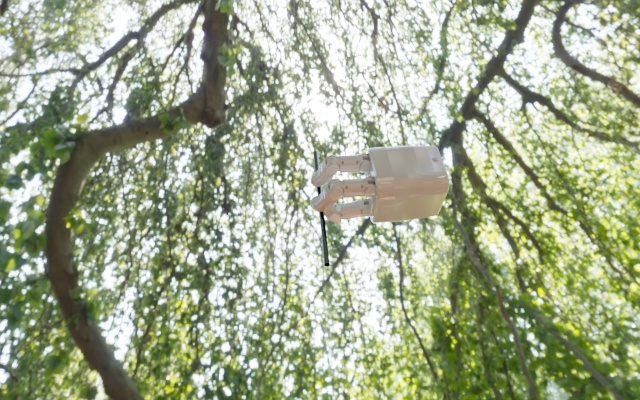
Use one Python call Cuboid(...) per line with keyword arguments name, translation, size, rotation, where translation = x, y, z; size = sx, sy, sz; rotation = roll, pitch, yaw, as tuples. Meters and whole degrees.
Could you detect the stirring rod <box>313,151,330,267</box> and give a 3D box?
Cuboid(name="stirring rod", translation=(0.000, 0.002, 0.725), size=(0.011, 0.011, 0.239), rotation=(0, 44, -6))
